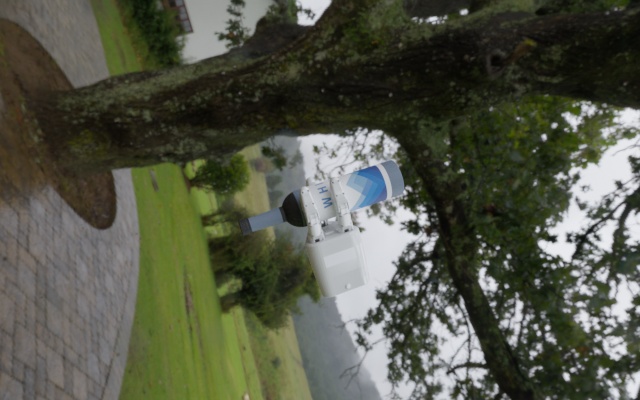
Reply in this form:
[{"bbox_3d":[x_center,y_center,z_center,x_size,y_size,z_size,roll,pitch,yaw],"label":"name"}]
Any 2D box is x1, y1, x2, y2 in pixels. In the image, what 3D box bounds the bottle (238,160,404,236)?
[{"bbox_3d":[0.000,0.003,0.846,0.295,0.069,0.069,-18,3,-10],"label":"bottle"}]
